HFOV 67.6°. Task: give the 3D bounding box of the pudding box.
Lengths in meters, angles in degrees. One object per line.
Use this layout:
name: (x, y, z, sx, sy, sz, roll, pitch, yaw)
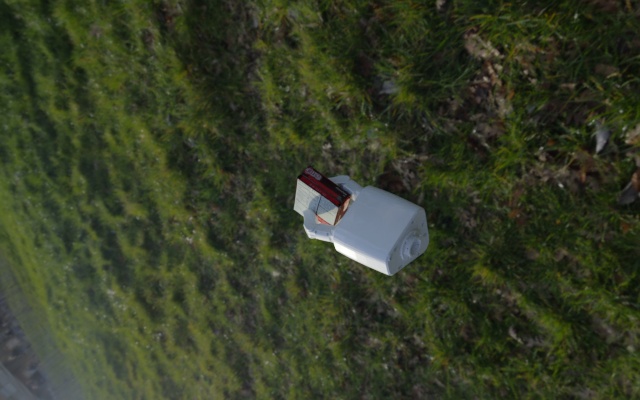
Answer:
pudding box: (0.000, 0.003, 0.819, 0.090, 0.039, 0.114, 37, -29, 14)
